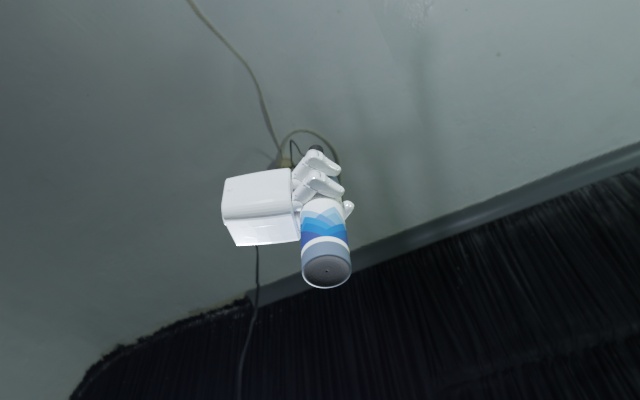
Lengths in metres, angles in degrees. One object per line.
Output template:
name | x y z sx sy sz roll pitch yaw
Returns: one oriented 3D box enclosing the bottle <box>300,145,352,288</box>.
bottle | 0.000 0.003 0.747 0.069 0.069 0.295 0 39 -4
